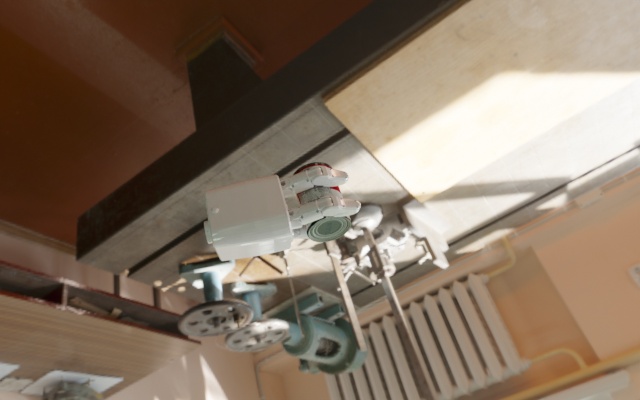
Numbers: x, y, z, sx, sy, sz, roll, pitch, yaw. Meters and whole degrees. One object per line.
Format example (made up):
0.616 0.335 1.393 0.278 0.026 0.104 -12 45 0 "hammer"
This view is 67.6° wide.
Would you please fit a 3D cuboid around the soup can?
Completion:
0.001 0.003 0.711 0.068 0.102 0.069 -12 -35 -9 "soup can"
